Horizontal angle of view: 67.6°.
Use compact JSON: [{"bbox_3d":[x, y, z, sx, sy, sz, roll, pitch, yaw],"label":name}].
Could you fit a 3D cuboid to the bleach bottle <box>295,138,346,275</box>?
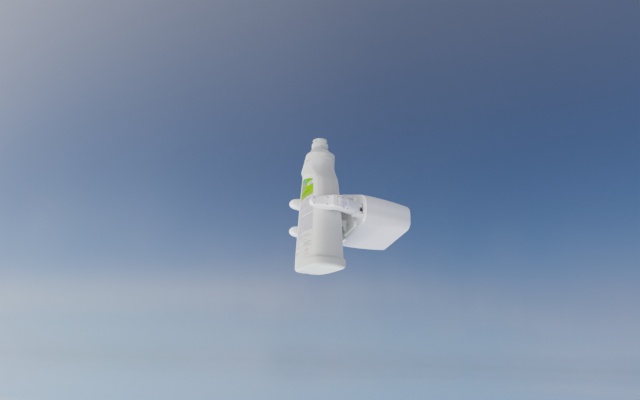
[{"bbox_3d":[0.000,0.003,0.868,0.068,0.250,0.102,12,-21,-27],"label":"bleach bottle"}]
